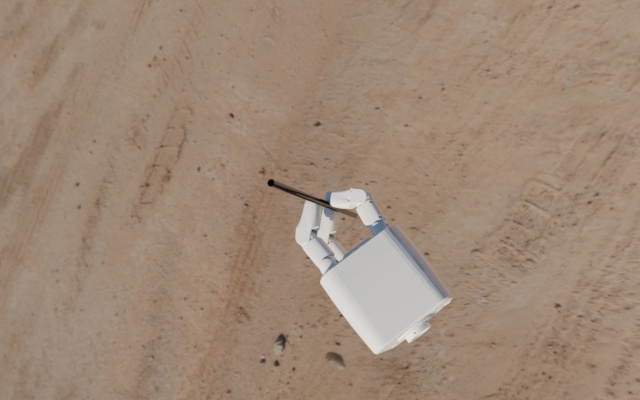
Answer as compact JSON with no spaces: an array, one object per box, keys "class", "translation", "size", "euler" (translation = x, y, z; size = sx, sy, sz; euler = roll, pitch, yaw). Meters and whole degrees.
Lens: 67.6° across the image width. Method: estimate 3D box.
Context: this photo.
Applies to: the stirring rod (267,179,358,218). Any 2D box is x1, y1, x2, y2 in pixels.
[{"class":"stirring rod","translation":[0.000,0.002,0.588],"size":[0.011,0.011,0.239],"euler":[0,-9,25]}]
